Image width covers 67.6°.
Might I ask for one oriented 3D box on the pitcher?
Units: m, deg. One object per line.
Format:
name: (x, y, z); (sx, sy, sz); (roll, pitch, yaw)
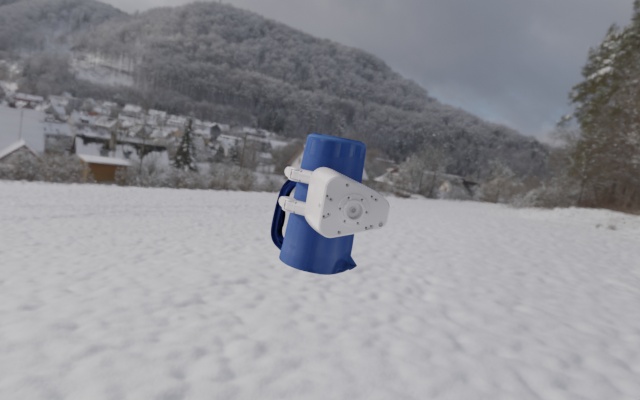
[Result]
pitcher: (0.000, 0.003, 0.874); (0.149, 0.243, 0.145); (9, 8, -13)
